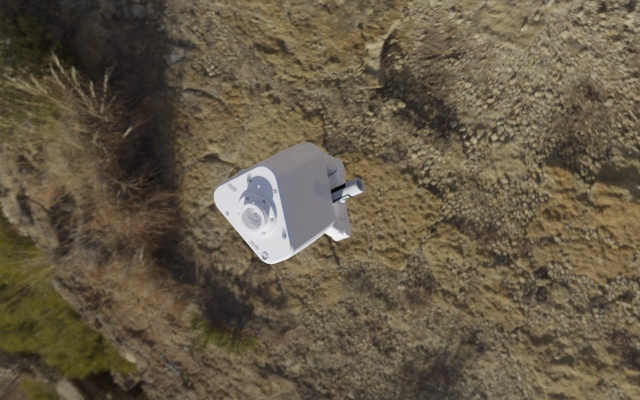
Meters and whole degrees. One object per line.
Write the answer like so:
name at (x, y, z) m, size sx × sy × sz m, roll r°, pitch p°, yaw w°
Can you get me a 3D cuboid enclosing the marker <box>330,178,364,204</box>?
marker at (0.000, 0.002, 0.605) m, size 0.121 × 0.020 × 0.020 m, roll -24°, pitch -13°, yaw 31°
